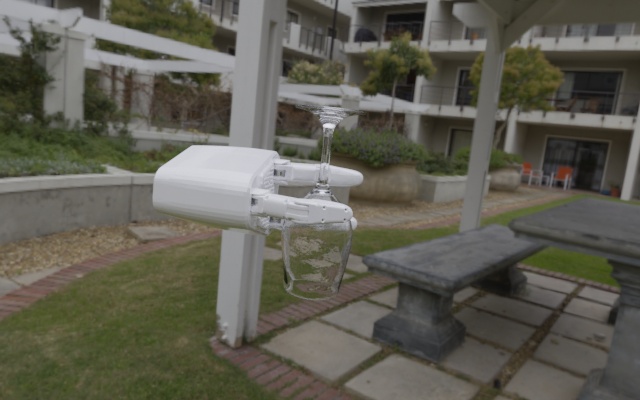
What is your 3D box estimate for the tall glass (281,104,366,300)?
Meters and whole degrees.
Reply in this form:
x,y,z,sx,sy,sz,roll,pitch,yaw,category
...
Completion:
x,y,z,sx,sy,sz,roll,pitch,yaw,category
0.000,0.001,0.516,0.079,0.201,0.079,6,9,-1,tall glass
